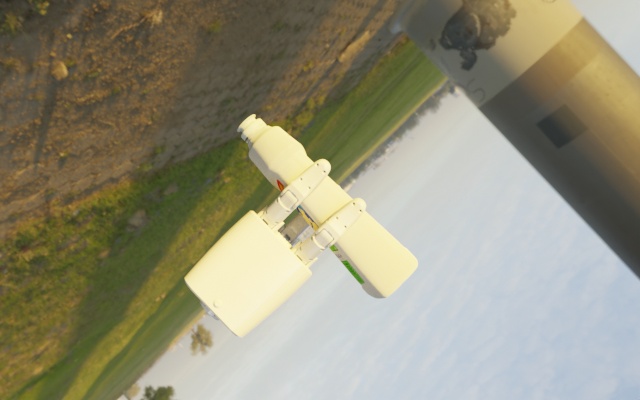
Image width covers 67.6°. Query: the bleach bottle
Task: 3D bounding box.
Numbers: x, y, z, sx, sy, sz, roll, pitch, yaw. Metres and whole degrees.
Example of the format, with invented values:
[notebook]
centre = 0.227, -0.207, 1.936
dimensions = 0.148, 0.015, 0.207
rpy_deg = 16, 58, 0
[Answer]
[bleach bottle]
centre = 0.000, 0.002, 0.559
dimensions = 0.068, 0.251, 0.102
rpy_deg = -44, 0, -7
